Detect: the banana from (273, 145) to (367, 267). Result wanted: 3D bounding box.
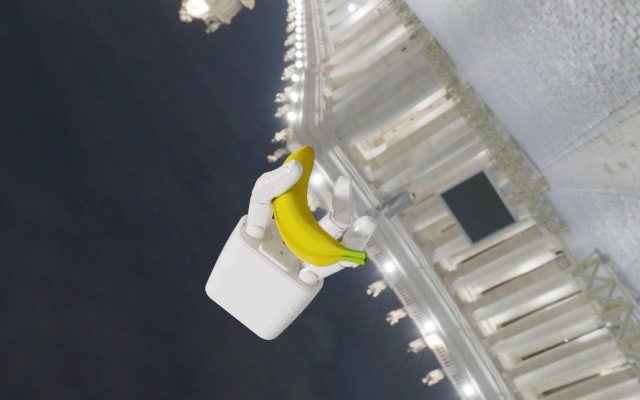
[{"bbox_3d":[-0.017,0.005,0.503,0.069,0.037,0.197,-5,41,-17],"label":"banana"}]
